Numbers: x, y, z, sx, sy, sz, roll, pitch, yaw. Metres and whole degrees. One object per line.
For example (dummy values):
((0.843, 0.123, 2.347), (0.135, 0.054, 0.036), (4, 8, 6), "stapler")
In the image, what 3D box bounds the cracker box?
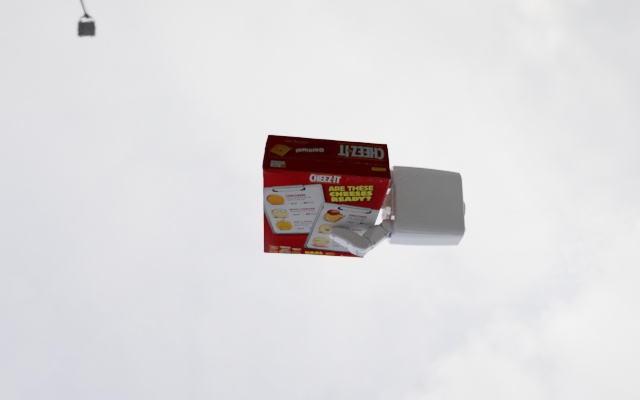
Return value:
((0.000, 0.003, 0.695), (0.164, 0.072, 0.214), (4, -36, -4), "cracker box")
